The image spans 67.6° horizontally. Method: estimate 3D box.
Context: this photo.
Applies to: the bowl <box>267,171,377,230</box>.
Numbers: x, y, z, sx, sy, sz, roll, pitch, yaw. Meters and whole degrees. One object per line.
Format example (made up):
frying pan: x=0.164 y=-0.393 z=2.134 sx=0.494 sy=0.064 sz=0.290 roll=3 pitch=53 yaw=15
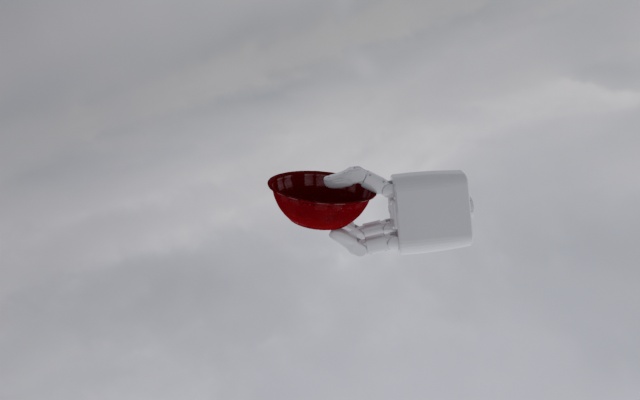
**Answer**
bowl: x=-0.001 y=0.003 z=0.711 sx=0.162 sy=0.055 sz=0.162 roll=5 pitch=18 yaw=-2
